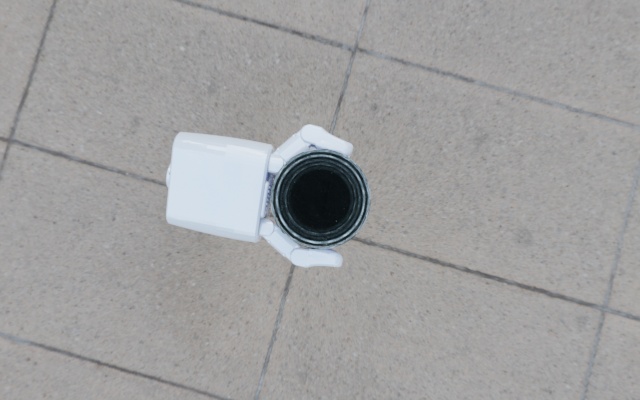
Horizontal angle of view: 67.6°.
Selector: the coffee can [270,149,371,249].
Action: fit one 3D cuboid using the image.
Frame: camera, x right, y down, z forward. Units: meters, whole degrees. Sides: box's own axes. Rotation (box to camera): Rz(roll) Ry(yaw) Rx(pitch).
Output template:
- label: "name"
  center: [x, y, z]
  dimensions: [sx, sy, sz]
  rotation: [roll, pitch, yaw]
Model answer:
- label: "coffee can"
  center: [0.000, 0.002, 0.551]
  dimensions: [0.103, 0.103, 0.140]
  rotation: [0, -3, 0]
